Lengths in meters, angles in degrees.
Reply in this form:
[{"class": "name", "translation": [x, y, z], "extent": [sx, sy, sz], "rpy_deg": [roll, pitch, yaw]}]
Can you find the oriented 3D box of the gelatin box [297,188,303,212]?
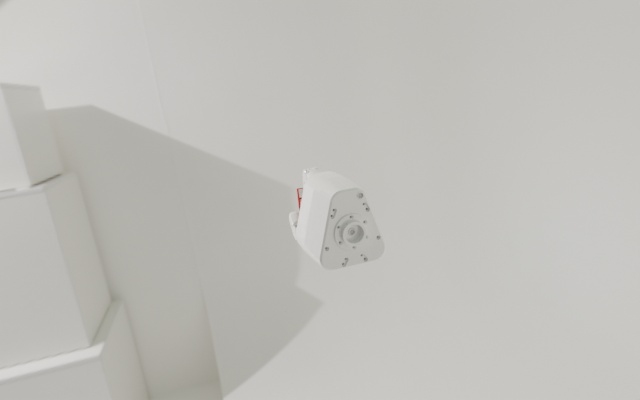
[{"class": "gelatin box", "translation": [0.000, 0.002, 0.779], "extent": [0.073, 0.030, 0.089], "rpy_deg": [-7, 20, -3]}]
